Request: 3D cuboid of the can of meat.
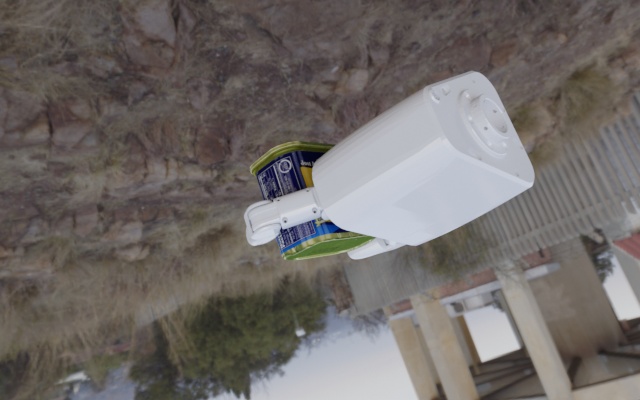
[{"bbox_3d":[0.000,0.002,0.407,0.057,0.084,0.102,-32,-19,38],"label":"can of meat"}]
